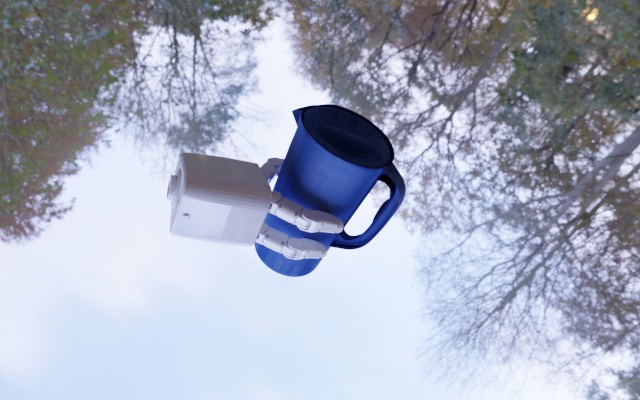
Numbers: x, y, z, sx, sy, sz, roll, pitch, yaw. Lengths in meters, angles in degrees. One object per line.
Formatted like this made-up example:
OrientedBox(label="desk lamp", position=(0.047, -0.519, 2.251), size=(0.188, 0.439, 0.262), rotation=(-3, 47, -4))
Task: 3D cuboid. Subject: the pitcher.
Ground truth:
OrientedBox(label="pitcher", position=(0.000, 0.002, 0.673), size=(0.145, 0.243, 0.149), rotation=(9, 40, -25))
